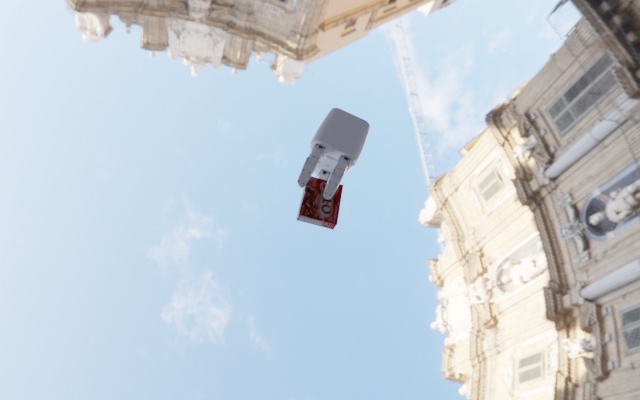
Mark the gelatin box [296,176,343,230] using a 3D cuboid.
[{"bbox_3d":[0.000,0.003,0.900,0.073,0.089,0.030,16,-29,-7],"label":"gelatin box"}]
